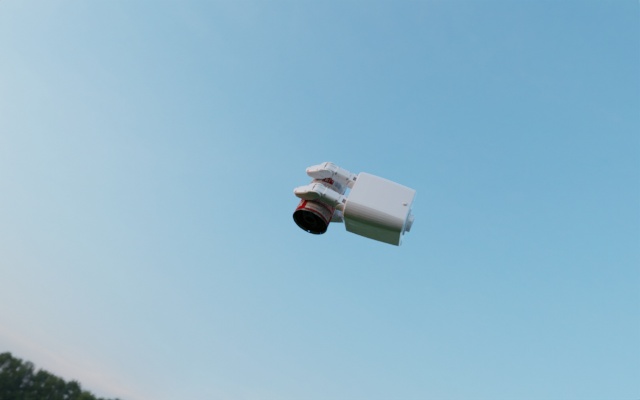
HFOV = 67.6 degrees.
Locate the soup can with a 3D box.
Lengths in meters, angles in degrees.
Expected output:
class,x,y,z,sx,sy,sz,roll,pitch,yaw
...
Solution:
class,x,y,z,sx,sy,sz,roll,pitch,yaw
soup can,0.000,0.003,0.880,0.068,0.102,0.069,18,-36,14
